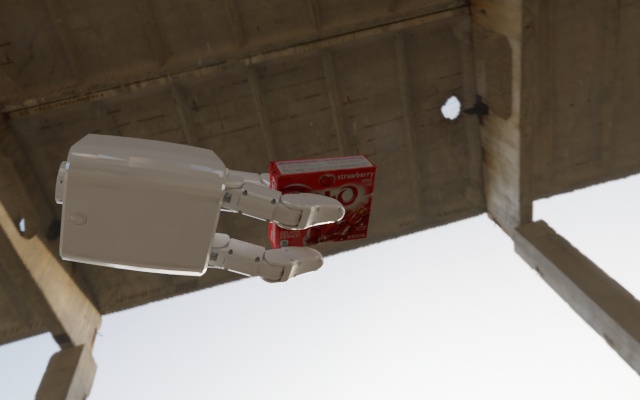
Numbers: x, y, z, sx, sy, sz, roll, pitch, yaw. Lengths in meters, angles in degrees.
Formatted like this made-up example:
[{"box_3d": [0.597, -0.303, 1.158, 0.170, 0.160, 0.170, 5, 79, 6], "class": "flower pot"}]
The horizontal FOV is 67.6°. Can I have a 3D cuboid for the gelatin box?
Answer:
[{"box_3d": [0.000, 0.001, 0.415, 0.089, 0.073, 0.030, -6, 31, -18], "class": "gelatin box"}]
